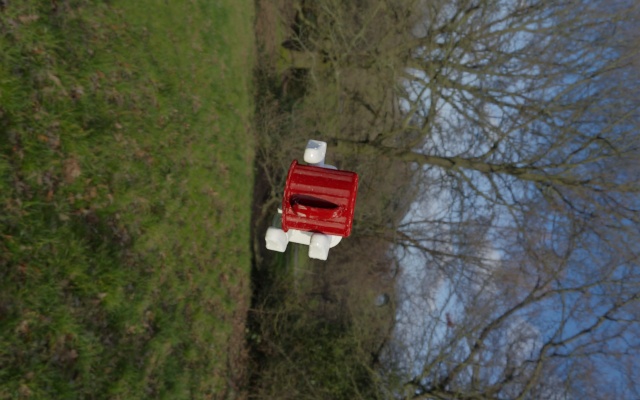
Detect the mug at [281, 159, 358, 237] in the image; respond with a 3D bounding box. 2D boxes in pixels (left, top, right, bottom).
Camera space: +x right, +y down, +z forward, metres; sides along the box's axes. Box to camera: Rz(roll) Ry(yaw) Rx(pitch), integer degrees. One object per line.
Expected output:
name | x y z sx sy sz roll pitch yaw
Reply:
mug | 0.000 0.002 0.578 0.081 0.093 0.117 8 10 6
